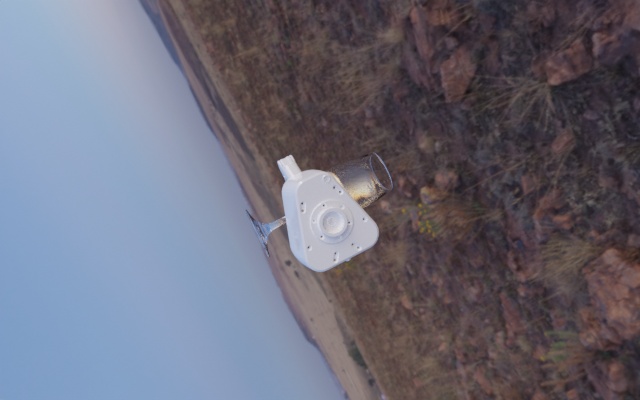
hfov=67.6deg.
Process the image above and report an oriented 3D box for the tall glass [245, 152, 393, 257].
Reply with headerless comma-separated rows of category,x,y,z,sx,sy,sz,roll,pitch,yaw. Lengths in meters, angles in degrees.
tall glass,-0.001,0.002,0.675,0.201,0.079,0.079,-27,4,-8
